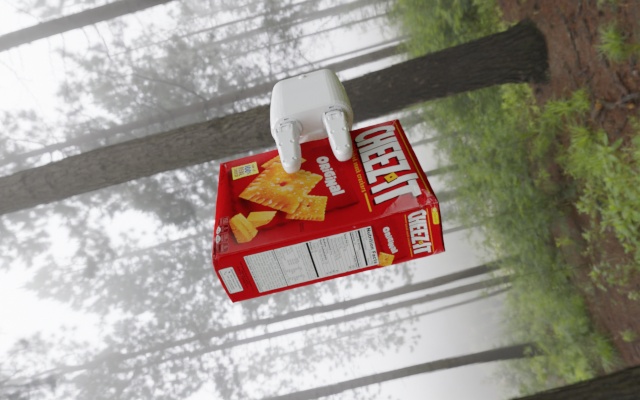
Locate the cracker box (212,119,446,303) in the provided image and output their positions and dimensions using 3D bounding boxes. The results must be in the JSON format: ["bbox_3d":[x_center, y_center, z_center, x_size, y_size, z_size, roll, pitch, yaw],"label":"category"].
[{"bbox_3d":[0.000,0.002,0.499,0.214,0.072,0.164,-14,37,4],"label":"cracker box"}]
